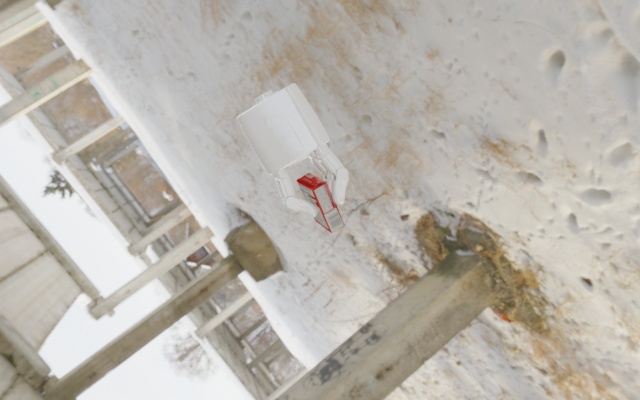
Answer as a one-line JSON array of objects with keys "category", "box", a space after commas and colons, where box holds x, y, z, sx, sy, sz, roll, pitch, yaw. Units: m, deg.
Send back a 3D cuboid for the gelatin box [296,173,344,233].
[{"category": "gelatin box", "box": [0.000, 0.003, 0.805, 0.030, 0.089, 0.073, -29, 24, -14]}]
